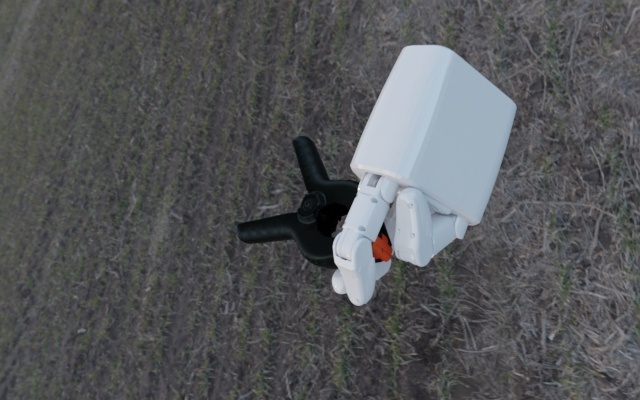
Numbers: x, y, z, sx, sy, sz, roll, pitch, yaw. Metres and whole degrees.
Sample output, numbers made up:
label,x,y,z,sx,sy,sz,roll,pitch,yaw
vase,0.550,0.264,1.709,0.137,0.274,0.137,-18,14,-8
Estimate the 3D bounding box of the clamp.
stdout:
label,x,y,z,sx,sy,sz,roll,pitch,yaw
clamp,0.000,0.001,0.426,0.171,0.120,0.039,16,-9,42
